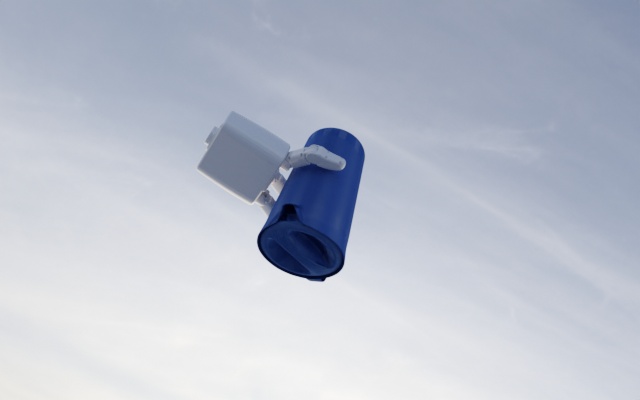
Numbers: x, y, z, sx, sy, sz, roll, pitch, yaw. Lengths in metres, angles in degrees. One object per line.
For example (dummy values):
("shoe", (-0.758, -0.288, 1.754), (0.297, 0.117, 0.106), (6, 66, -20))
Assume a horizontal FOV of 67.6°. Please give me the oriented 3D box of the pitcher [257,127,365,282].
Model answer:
("pitcher", (0.000, 0.002, 0.776), (0.145, 0.242, 0.149), (31, -42, -13))
